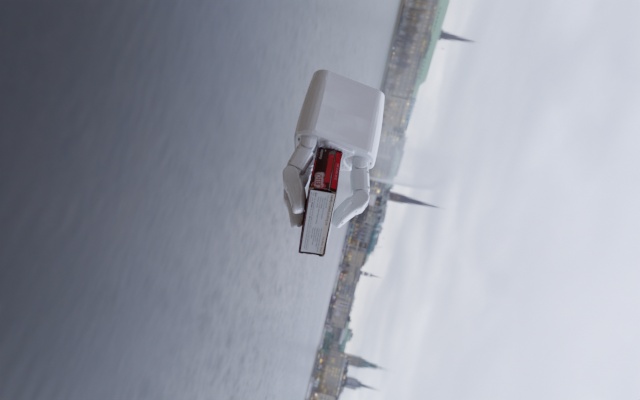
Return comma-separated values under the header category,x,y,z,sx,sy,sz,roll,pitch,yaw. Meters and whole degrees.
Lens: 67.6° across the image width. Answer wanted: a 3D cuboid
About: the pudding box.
category,x,y,z,sx,sy,sz,roll,pitch,yaw
pudding box,0.000,0.002,0.618,0.039,0.114,0.090,10,39,2
